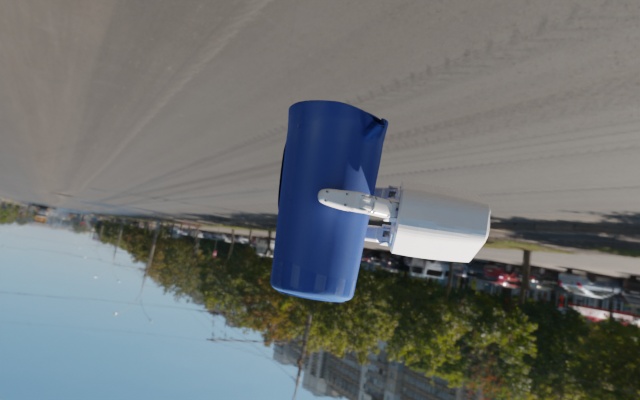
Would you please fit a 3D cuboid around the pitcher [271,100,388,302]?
[{"bbox_3d":[0.000,0.002,0.629,0.145,0.243,0.149,9,-6,6],"label":"pitcher"}]
